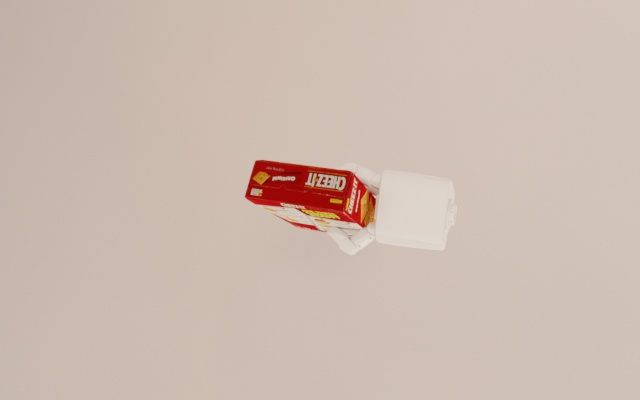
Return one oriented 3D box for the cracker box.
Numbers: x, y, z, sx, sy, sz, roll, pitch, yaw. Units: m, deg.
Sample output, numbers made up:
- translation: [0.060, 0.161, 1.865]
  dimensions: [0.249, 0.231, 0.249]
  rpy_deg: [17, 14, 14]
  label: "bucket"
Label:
- translation: [0.000, 0.003, 0.794]
  dimensions: [0.164, 0.072, 0.214]
  rpy_deg: [8, -13, 21]
  label: "cracker box"
